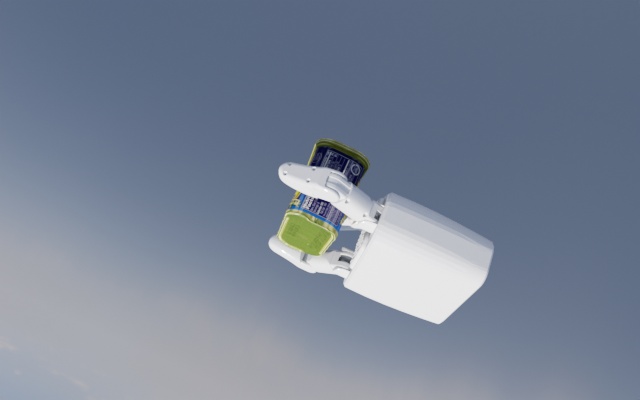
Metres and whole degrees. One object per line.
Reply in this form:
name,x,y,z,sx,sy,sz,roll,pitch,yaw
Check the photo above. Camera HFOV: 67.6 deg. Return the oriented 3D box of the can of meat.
can of meat,0.000,0.002,0.475,0.057,0.084,0.102,25,-24,-2
